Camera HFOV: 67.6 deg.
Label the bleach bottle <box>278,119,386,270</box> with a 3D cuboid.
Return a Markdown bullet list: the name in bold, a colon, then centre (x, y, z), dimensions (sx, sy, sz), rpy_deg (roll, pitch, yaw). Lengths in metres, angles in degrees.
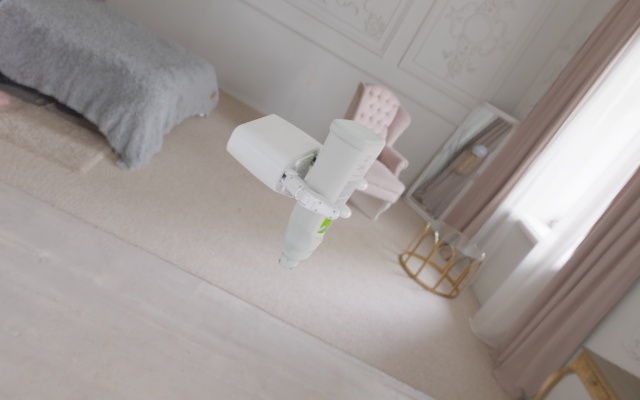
- **bleach bottle**: centre (0.000, 0.002, 0.718), dimensions (0.068, 0.251, 0.102), rpy_deg (37, 21, 18)
